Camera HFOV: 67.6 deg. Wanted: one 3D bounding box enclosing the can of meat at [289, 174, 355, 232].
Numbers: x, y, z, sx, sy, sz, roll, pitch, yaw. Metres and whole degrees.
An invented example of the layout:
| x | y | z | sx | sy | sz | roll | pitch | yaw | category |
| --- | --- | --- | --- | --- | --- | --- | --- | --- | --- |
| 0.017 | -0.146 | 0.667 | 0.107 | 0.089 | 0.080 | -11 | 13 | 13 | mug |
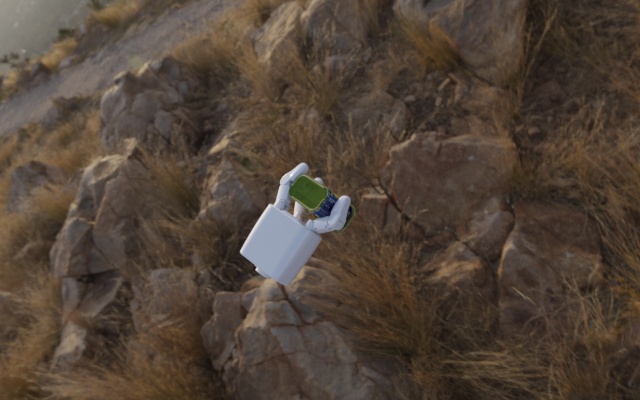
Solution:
| x | y | z | sx | sy | sz | roll | pitch | yaw | category |
| --- | --- | --- | --- | --- | --- | --- | --- | --- | --- |
| 0.000 | 0.003 | 0.866 | 0.084 | 0.057 | 0.102 | 37 | -2 | -43 | can of meat |
